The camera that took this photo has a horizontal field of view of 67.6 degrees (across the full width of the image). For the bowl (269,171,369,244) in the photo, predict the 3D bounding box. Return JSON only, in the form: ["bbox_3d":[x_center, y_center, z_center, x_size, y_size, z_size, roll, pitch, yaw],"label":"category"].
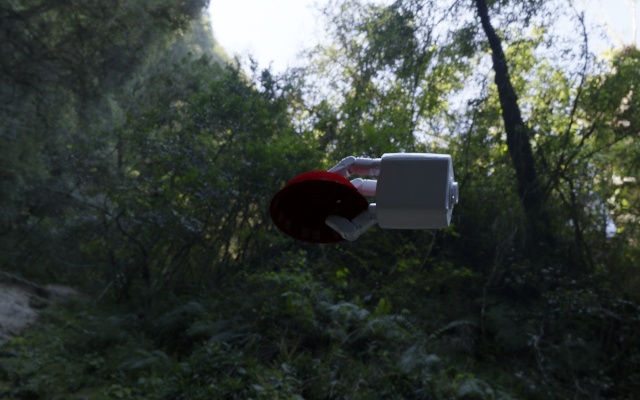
[{"bbox_3d":[-0.001,0.002,0.776,0.162,0.055,0.162,1,-40,1],"label":"bowl"}]
